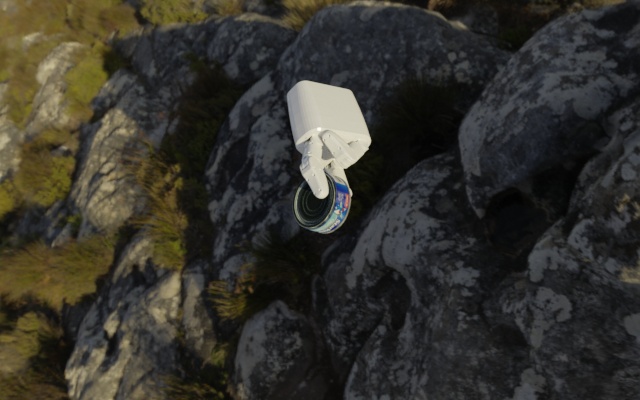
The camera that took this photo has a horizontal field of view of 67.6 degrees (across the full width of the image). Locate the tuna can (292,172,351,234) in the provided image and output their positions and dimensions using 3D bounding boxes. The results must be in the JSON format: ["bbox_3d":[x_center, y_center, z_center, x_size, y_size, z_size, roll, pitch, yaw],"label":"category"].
[{"bbox_3d":[0.000,0.002,0.679,0.086,0.086,0.034,0,-12,44],"label":"tuna can"}]
